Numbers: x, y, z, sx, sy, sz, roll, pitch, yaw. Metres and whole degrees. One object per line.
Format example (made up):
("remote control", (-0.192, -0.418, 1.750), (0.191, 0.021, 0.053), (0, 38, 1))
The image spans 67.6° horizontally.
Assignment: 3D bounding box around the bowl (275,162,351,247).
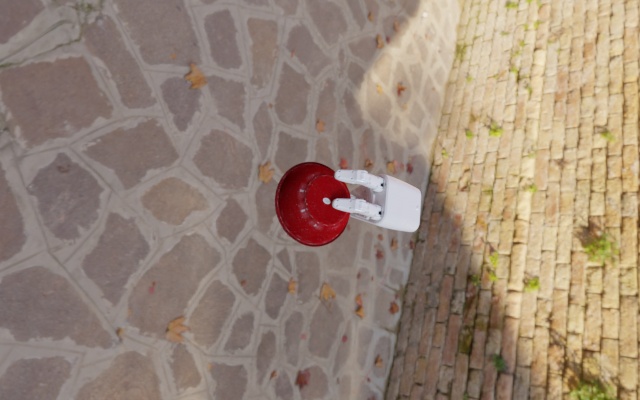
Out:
("bowl", (-0.001, 0.003, 0.874), (0.162, 0.162, 0.055), (0, -8, -29))
